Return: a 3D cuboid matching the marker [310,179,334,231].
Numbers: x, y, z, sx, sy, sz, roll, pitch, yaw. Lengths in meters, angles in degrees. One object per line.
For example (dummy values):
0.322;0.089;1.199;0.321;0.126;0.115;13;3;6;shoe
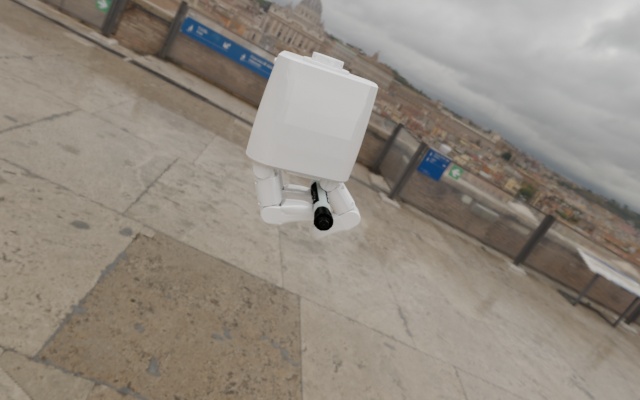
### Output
0.000;0.002;0.495;0.020;0.020;0.121;0;19;-3;marker
